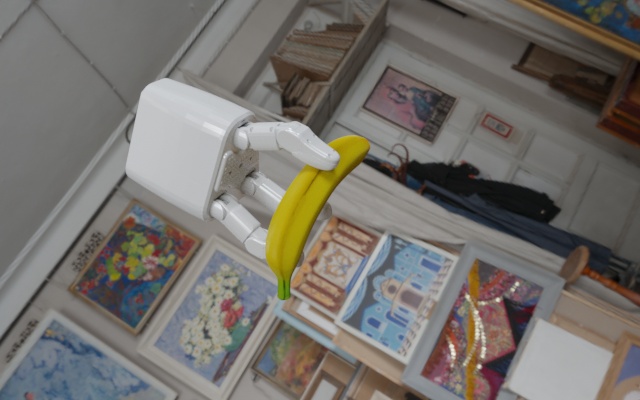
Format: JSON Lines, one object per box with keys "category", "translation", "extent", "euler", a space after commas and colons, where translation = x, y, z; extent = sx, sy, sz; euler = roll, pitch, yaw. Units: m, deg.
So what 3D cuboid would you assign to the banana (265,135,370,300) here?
{"category": "banana", "translation": [-0.003, -0.006, 0.455], "extent": [0.037, 0.197, 0.070], "euler": [21, -29, 19]}
